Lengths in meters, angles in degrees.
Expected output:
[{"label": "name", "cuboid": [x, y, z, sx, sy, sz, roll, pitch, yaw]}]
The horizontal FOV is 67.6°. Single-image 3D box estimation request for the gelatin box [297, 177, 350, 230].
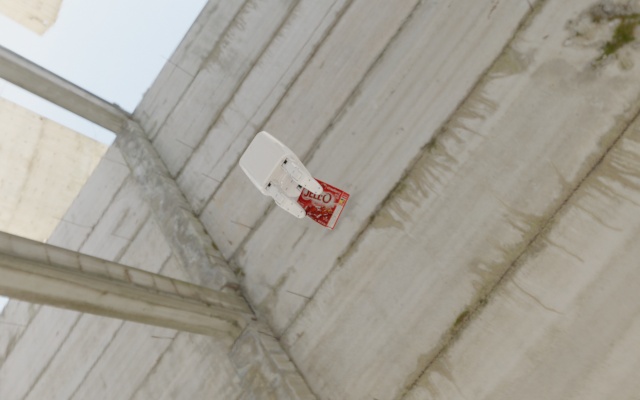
[{"label": "gelatin box", "cuboid": [0.001, 0.003, 0.887, 0.089, 0.073, 0.030, 27, 0, 36]}]
